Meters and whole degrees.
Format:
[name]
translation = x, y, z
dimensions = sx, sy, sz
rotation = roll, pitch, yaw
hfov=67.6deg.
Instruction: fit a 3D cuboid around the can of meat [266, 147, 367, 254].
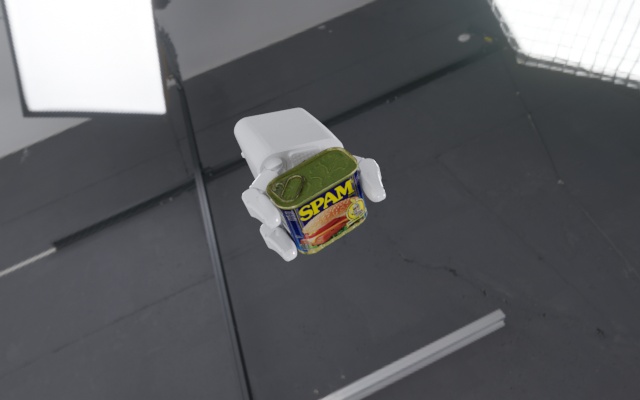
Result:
[can of meat]
translation = 0.000, 0.002, 0.545
dimensions = 0.102, 0.084, 0.057
rotation = -31, 44, -13
